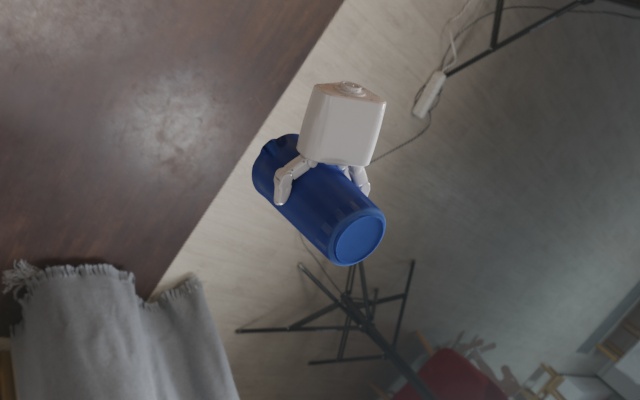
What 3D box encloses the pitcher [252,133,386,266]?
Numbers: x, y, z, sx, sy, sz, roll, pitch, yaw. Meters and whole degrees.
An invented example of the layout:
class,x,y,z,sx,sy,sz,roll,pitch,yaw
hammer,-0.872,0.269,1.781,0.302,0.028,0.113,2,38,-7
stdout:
class,x,y,z,sx,sy,sz,roll,pitch,yaw
pitcher,0.000,0.002,0.797,0.149,0.145,0.242,-5,34,-35
